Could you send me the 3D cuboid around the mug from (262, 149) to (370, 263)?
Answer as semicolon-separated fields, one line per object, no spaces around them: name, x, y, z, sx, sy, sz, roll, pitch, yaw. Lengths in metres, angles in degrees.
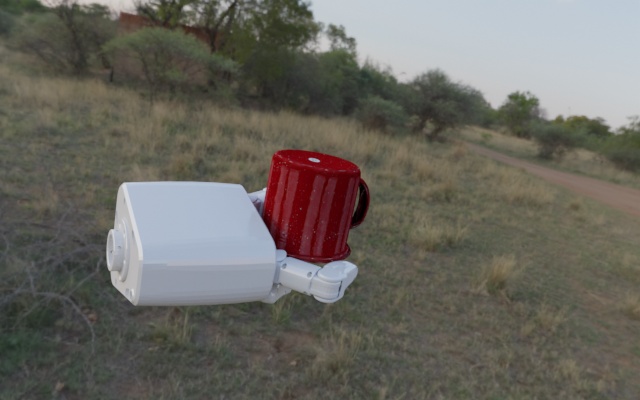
mug;0.001;0.001;0.444;0.117;0.081;0.093;1;18;-34
